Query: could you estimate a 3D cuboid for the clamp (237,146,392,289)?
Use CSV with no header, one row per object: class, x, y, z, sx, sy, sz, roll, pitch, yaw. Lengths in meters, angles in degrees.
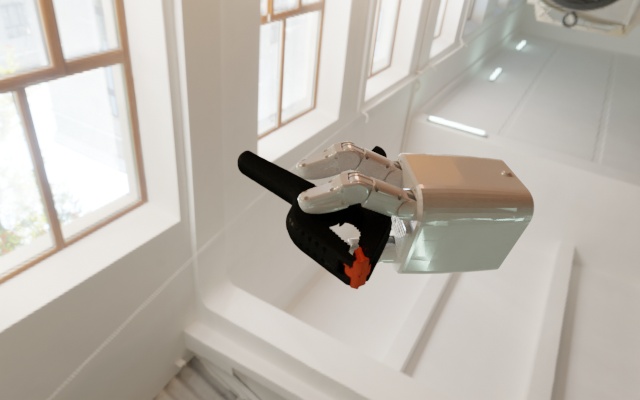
clamp,0.000,0.002,0.453,0.164,0.036,0.209,0,33,-5
